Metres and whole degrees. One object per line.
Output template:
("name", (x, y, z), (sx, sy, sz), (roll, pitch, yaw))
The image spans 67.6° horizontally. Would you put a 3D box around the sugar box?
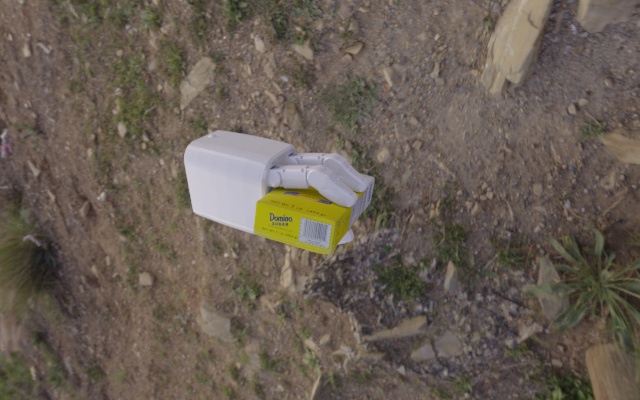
("sugar box", (0.000, 0.001, 0.575), (0.093, 0.048, 0.176), (15, 25, 14))
